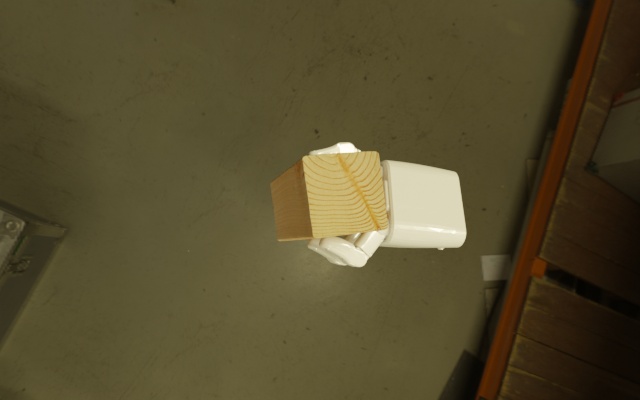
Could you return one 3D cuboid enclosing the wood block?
[{"bbox_3d":[0.000,0.002,0.613,0.090,0.091,0.206,-6,-4,-16],"label":"wood block"}]
